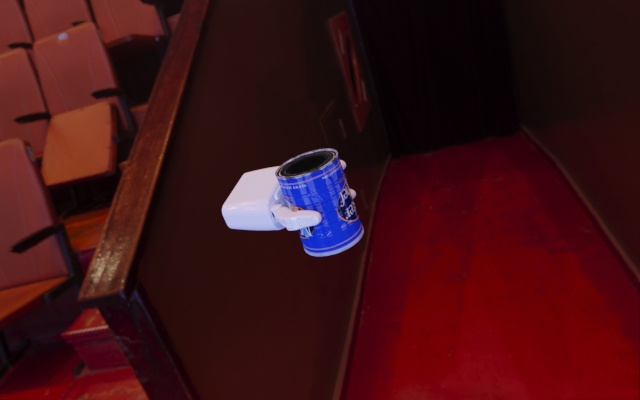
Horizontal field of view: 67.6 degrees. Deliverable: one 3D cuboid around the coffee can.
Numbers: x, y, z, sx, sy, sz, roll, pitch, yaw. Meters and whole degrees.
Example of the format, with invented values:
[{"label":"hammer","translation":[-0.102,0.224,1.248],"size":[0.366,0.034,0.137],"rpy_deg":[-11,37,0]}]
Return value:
[{"label":"coffee can","translation":[0.000,0.003,0.756],"size":[0.103,0.140,0.102],"rpy_deg":[-17,22,7]}]
